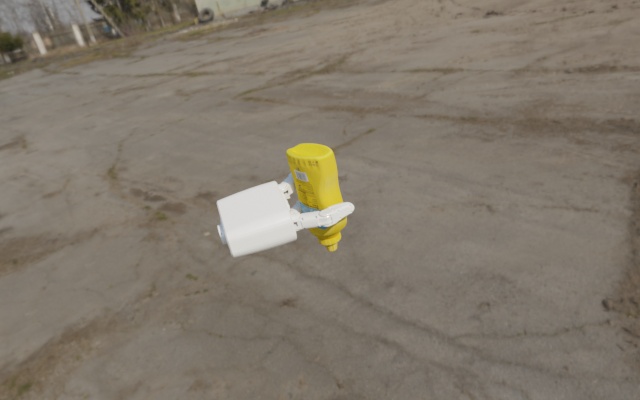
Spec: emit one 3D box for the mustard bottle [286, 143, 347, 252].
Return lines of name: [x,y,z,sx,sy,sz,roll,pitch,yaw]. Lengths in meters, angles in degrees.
mustard bottle: [0.000,0.002,0.808,0.058,0.192,0.096,-30,30,-31]
